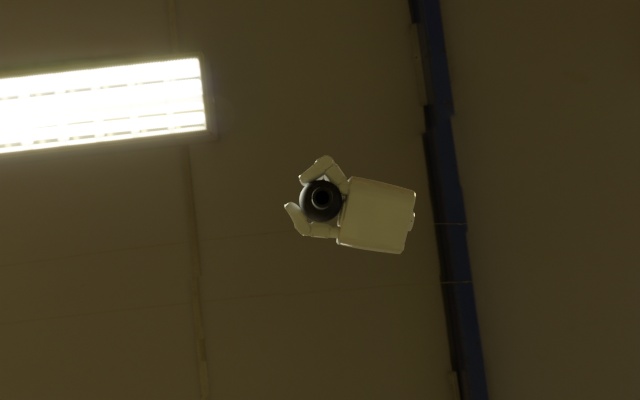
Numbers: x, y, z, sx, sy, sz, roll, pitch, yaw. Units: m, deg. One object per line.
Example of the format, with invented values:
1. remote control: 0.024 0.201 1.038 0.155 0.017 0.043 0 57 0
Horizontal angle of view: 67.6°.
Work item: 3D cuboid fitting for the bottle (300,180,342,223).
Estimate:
1. bottle: 0.000 0.003 0.777 0.069 0.069 0.296 0 -3 -1
